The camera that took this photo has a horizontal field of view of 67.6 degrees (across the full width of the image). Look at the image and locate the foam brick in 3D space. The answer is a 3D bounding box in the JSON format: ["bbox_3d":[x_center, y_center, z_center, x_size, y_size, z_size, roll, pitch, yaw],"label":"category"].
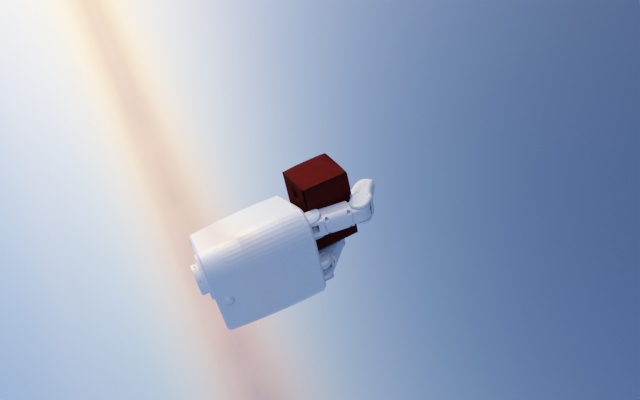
[{"bbox_3d":[0.000,0.001,0.496,0.051,0.078,0.053,-23,33,-15],"label":"foam brick"}]
